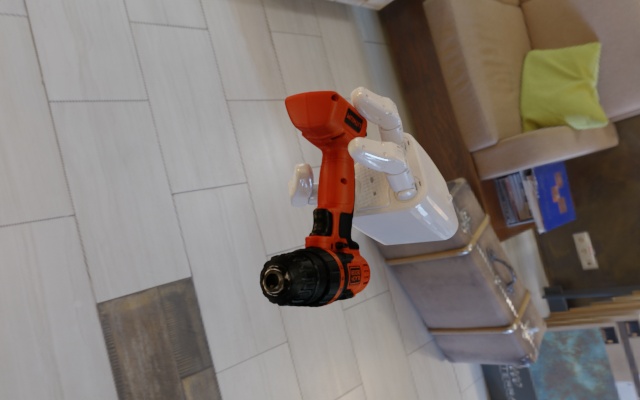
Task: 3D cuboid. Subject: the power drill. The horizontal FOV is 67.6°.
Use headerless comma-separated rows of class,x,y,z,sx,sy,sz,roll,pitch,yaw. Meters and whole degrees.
power drill,0.000,0.001,0.437,0.057,0.187,0.184,0,-7,21
